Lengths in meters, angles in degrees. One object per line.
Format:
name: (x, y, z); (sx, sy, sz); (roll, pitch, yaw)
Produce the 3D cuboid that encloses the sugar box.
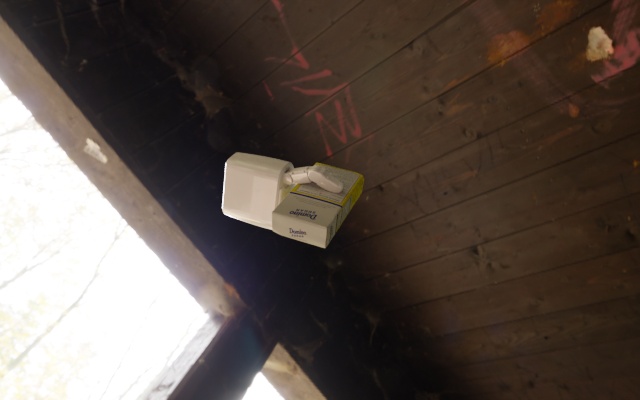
sugar box: (0.000, 0.003, 0.776); (0.093, 0.048, 0.176); (16, 37, 17)
